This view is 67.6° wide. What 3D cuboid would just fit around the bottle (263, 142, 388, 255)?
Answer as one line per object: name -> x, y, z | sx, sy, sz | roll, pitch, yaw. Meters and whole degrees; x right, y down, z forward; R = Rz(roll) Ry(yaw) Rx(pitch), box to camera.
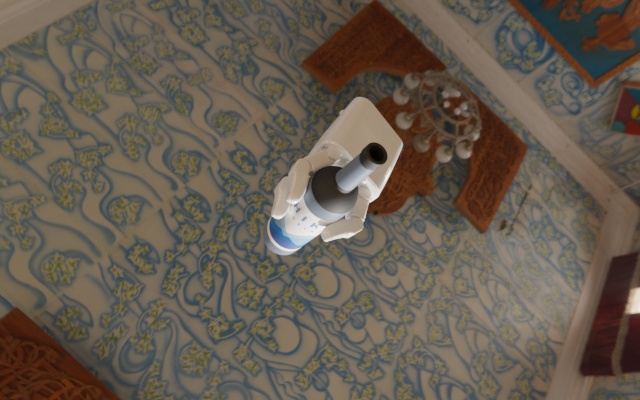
bottle -> 0.000, 0.002, 0.637 | 0.069, 0.069, 0.296 | 0, -21, -26
